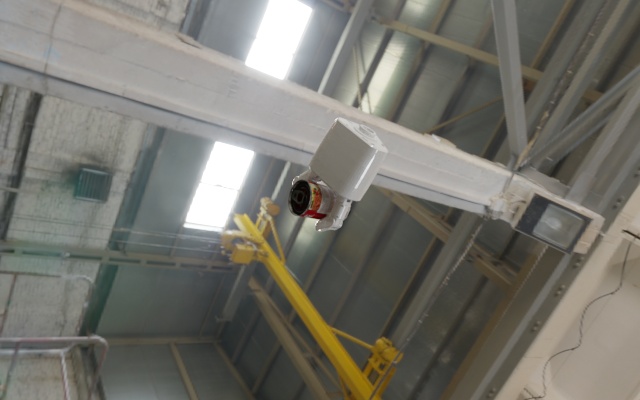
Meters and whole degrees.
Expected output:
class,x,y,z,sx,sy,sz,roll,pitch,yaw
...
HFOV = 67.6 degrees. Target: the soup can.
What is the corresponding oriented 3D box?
class,x,y,z,sx,sy,sz,roll,pitch,yaw
soup can,0.000,0.003,0.896,0.102,0.068,0.068,12,-8,-38
